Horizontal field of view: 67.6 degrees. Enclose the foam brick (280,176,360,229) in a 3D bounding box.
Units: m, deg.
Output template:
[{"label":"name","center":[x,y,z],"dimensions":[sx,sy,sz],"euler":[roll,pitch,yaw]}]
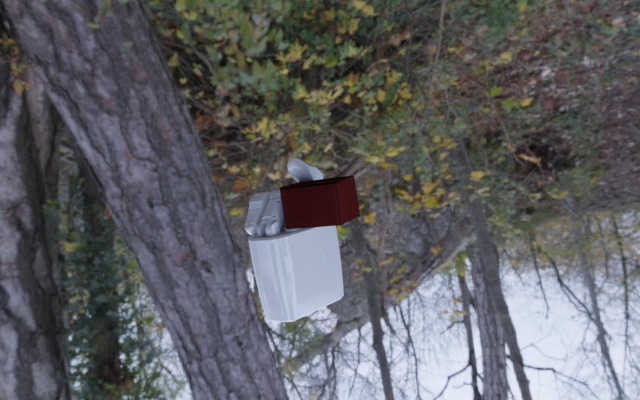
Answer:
[{"label":"foam brick","center":[0.000,0.002,0.569],"dimensions":[0.078,0.051,0.053],"euler":[-6,7,31]}]
